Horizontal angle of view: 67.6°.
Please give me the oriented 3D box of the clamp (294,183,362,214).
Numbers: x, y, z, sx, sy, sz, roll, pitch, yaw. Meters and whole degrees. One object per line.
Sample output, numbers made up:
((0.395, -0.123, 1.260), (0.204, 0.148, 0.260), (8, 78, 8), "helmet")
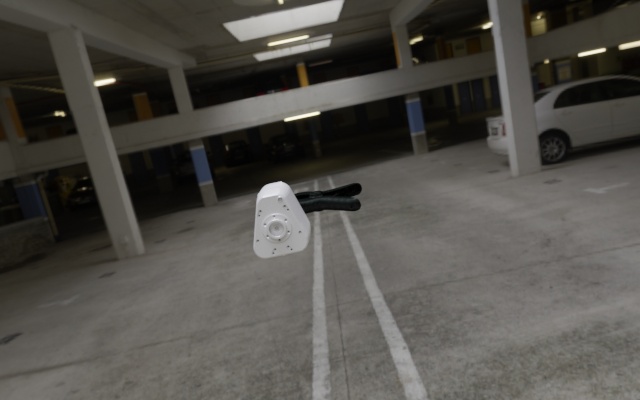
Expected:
((0.000, 0.002, 0.899), (0.171, 0.039, 0.120), (-12, 11, 0), "clamp")
